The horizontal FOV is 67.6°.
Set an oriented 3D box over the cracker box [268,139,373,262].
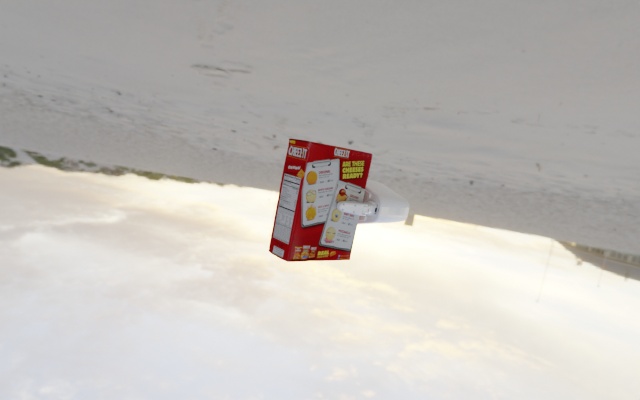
[{"bbox_3d":[0.000,0.003,0.890,0.164,0.214,0.072,5,9,-44],"label":"cracker box"}]
